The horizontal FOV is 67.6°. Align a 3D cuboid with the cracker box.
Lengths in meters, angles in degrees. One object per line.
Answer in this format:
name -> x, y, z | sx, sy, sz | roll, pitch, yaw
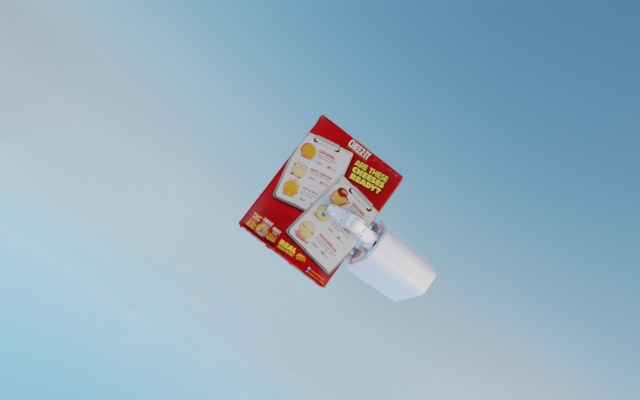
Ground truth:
cracker box -> 0.000, 0.003, 0.753 | 0.164, 0.213, 0.072 | 37, -9, -4
